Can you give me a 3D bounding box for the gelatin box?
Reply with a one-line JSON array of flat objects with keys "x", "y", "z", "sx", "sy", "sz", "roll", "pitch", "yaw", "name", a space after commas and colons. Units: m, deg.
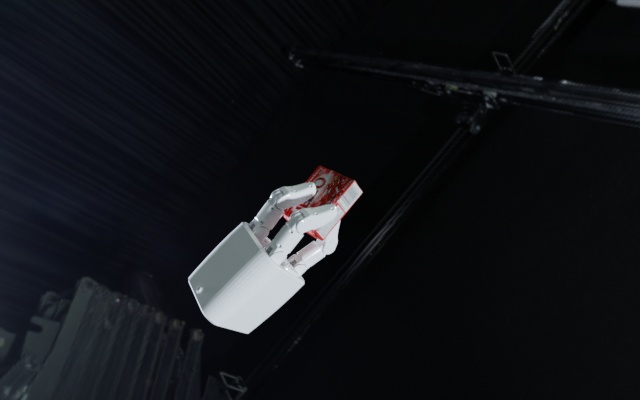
[{"x": 0.001, "y": 0.002, "z": 0.637, "sx": 0.073, "sy": 0.089, "sz": 0.030, "roll": 27, "pitch": -19, "yaw": 46, "name": "gelatin box"}]
